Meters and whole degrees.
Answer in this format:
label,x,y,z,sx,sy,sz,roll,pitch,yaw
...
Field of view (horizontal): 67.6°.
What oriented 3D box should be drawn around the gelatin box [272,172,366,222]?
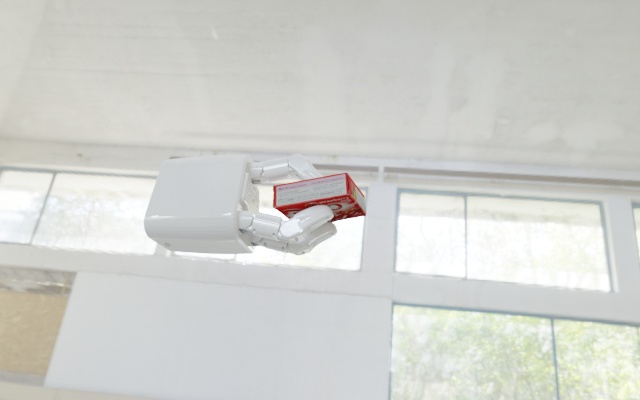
label,x,y,z,sx,sy,sz,roll,pitch,yaw
gelatin box,0.000,0.001,0.541,0.089,0.030,0.073,-10,-23,17
